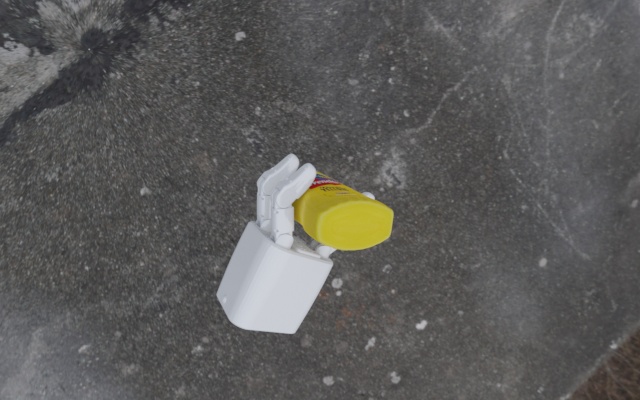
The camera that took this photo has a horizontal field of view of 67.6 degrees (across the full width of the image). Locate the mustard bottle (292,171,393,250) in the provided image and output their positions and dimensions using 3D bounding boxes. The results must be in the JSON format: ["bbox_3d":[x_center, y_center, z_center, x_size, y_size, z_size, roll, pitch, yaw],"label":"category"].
[{"bbox_3d":[0.000,0.002,0.587,0.096,0.058,0.191,-3,17,-25],"label":"mustard bottle"}]
